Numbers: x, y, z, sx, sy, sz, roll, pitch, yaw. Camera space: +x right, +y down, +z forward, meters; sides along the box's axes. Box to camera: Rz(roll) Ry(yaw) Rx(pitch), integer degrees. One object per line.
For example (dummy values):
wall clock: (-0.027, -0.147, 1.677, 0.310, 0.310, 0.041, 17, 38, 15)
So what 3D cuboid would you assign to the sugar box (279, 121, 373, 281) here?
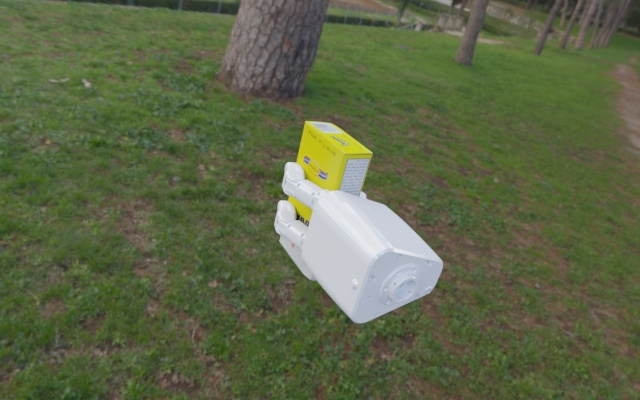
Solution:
sugar box: (0.000, 0.002, 0.584, 0.048, 0.176, 0.093, -2, 31, -33)
